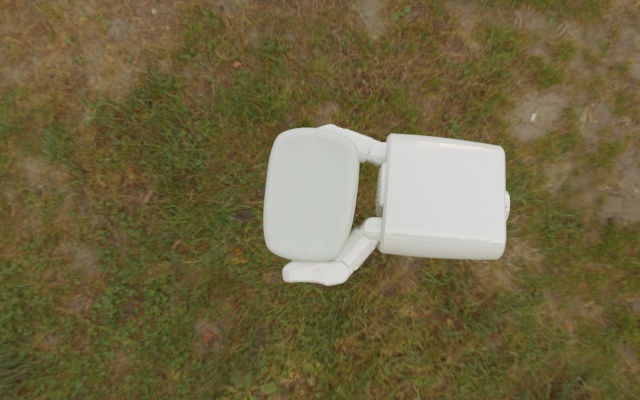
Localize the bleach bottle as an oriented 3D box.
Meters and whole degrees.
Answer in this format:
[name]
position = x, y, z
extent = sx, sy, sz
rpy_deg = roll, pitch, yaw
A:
[bleach bottle]
position = 0.000, 0.002, 0.469
extent = 0.068, 0.102, 0.251
rpy_deg = 7, -1, 4
